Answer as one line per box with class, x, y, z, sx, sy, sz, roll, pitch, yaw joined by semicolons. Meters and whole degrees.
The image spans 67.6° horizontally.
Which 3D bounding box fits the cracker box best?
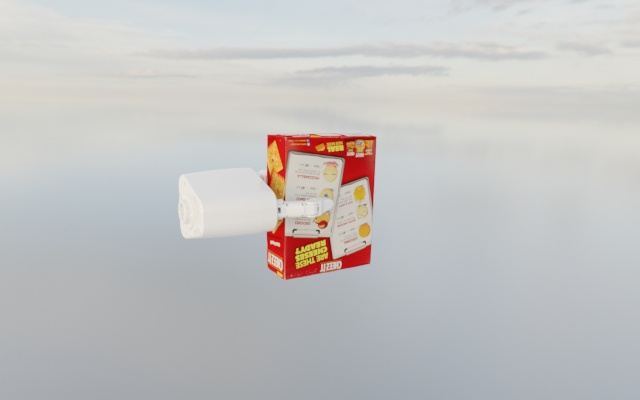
cracker box;0.000;0.002;0.754;0.164;0.214;0.072;-6;14;-30
